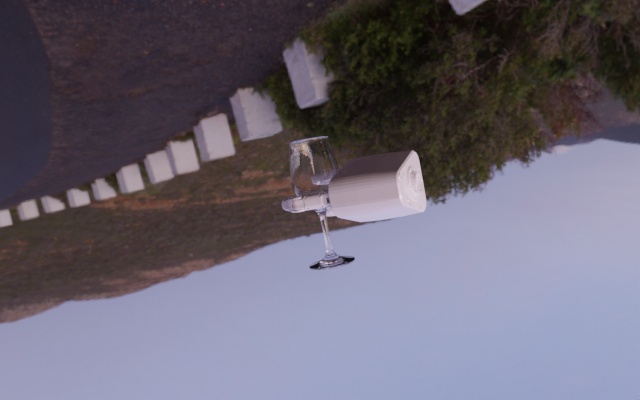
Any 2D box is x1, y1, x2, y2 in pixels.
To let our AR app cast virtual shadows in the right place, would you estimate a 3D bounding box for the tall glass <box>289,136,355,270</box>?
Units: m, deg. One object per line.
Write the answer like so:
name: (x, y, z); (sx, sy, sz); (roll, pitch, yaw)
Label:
tall glass: (0.000, 0.003, 0.751); (0.079, 0.201, 0.079); (-11, 5, 1)
